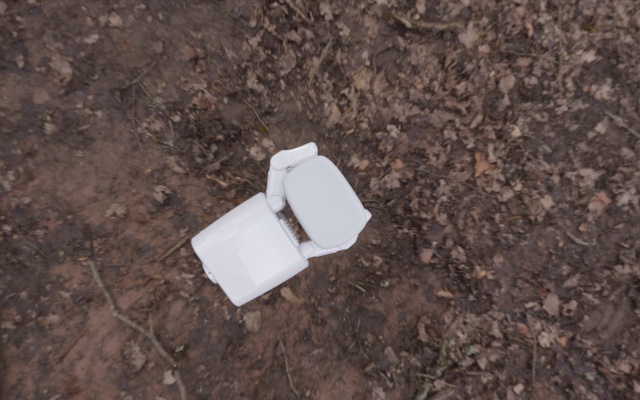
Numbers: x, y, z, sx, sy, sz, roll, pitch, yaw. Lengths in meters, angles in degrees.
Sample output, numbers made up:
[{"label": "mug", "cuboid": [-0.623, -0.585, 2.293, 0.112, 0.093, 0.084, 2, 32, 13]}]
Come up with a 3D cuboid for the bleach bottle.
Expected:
[{"label": "bleach bottle", "cuboid": [0.000, 0.002, 0.632, 0.068, 0.102, 0.251, -32, 0, -2]}]
